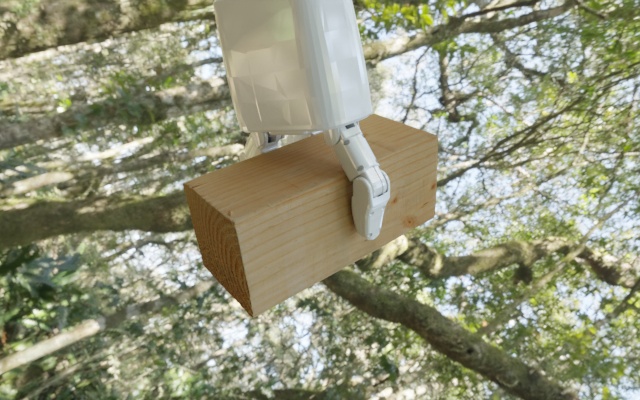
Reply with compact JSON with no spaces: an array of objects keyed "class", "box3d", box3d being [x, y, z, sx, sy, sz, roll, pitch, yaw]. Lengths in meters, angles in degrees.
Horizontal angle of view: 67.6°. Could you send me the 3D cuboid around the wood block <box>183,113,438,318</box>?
[{"class":"wood block","box3d":[0.000,0.001,0.423,0.206,0.090,0.090,-24,36,-29]}]
